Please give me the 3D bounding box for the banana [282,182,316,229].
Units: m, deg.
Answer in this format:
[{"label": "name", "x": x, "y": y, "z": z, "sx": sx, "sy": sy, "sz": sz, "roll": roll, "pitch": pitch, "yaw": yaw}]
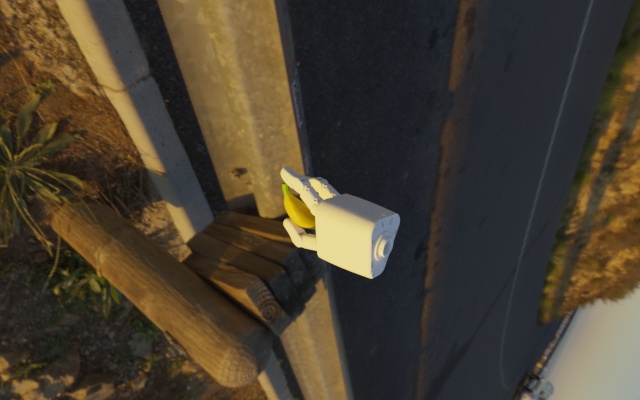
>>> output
[{"label": "banana", "x": -0.007, "y": 0.020, "z": 0.880, "sx": 0.037, "sy": 0.069, "sz": 0.198, "roll": 14, "pitch": -2, "yaw": 35}]
